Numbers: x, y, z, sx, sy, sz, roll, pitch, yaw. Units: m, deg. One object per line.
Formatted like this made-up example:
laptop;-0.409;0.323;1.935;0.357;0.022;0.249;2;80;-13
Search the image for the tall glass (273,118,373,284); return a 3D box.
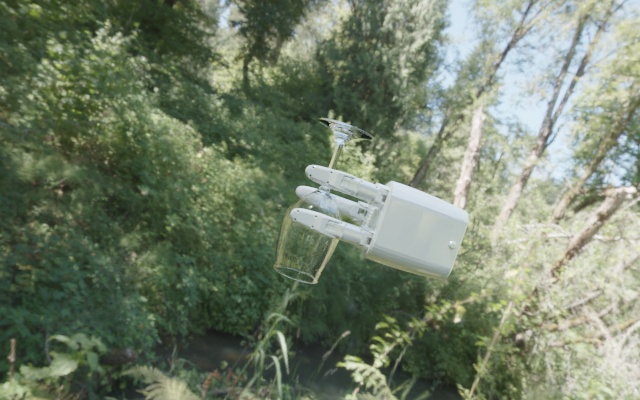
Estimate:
tall glass;0.000;0.001;0.613;0.079;0.201;0.079;19;1;0
